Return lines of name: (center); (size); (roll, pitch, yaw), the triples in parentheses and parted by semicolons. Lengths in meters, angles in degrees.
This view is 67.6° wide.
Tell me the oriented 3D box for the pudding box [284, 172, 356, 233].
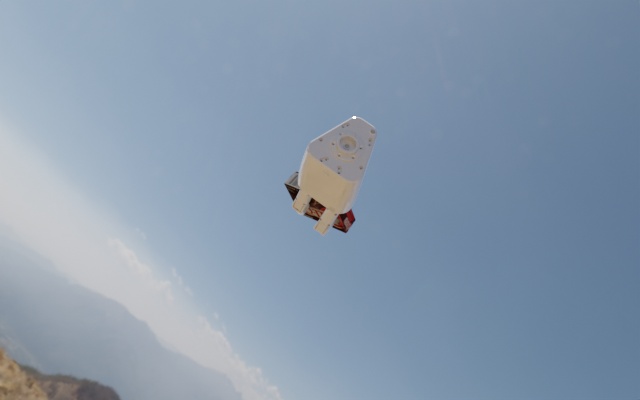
pudding box: (0.000, 0.003, 0.842); (0.113, 0.039, 0.090); (24, -28, 34)
